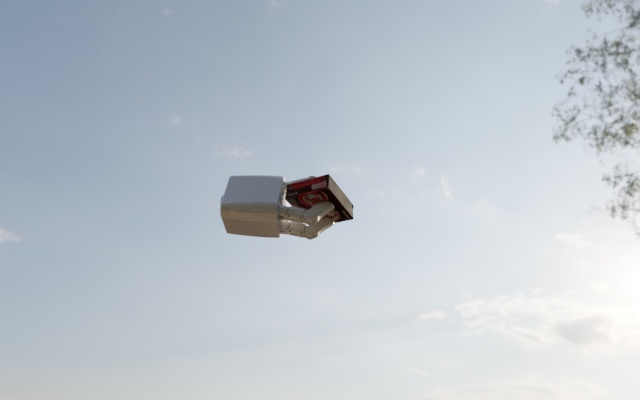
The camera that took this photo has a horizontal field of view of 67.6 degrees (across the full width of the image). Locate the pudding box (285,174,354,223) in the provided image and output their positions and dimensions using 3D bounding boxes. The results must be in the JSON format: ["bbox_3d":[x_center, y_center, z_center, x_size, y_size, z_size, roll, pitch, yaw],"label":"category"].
[{"bbox_3d":[0.000,0.003,0.900,0.090,0.039,0.113,-13,-36,26],"label":"pudding box"}]
